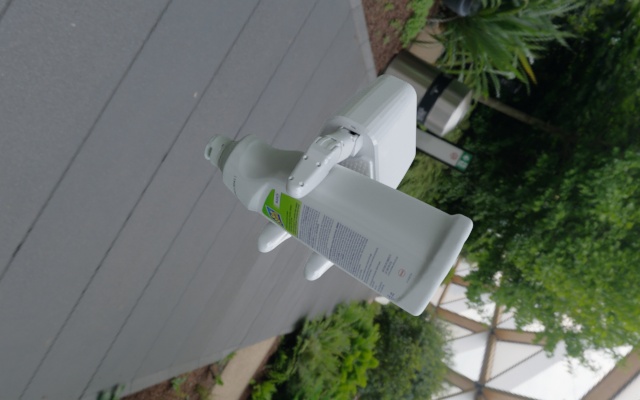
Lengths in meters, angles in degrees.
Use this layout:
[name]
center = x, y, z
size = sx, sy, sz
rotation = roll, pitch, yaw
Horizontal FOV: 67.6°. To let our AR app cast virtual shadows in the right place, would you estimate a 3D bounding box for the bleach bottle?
[bleach bottle]
center = 0.000, 0.002, 0.435
size = 0.251, 0.103, 0.068
rotation = 30, 51, 15
